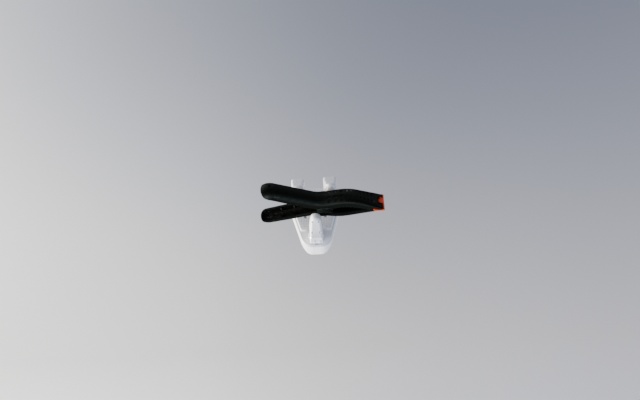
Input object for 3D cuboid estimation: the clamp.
[{"bbox_3d":[0.001,0.003,0.766,0.210,0.036,0.164,-3,-15,-1],"label":"clamp"}]
